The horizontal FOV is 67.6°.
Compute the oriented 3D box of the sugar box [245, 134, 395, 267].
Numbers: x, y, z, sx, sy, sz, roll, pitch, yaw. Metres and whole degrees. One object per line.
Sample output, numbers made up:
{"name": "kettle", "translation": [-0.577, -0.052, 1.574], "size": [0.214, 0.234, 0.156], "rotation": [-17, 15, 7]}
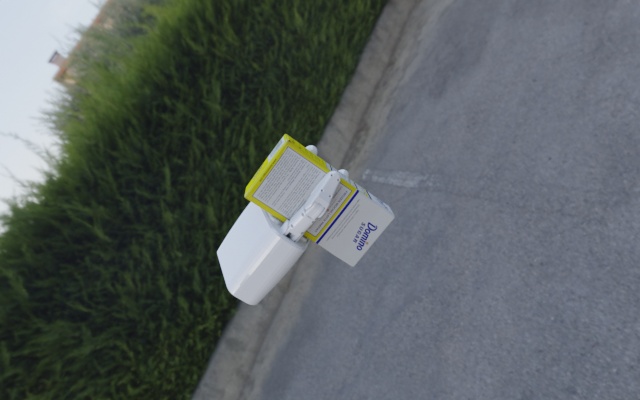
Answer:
{"name": "sugar box", "translation": [0.000, 0.002, 0.625], "size": [0.176, 0.093, 0.048], "rotation": [34, 14, -18]}
